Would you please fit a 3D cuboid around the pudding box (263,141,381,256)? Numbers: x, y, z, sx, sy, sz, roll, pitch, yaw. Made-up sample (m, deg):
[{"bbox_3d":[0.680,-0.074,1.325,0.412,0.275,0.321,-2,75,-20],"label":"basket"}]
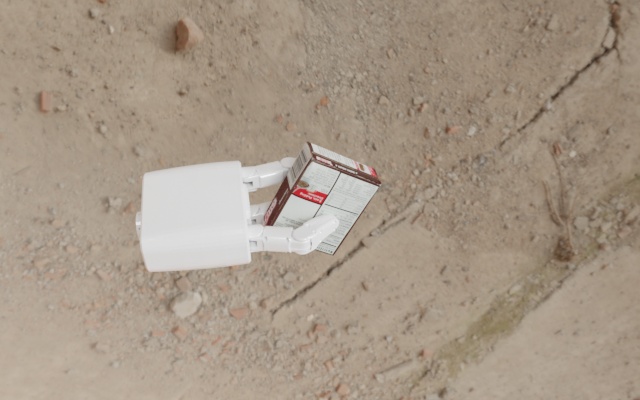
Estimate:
[{"bbox_3d":[0.000,0.002,0.532,0.090,0.113,0.039,19,31,-24],"label":"pudding box"}]
